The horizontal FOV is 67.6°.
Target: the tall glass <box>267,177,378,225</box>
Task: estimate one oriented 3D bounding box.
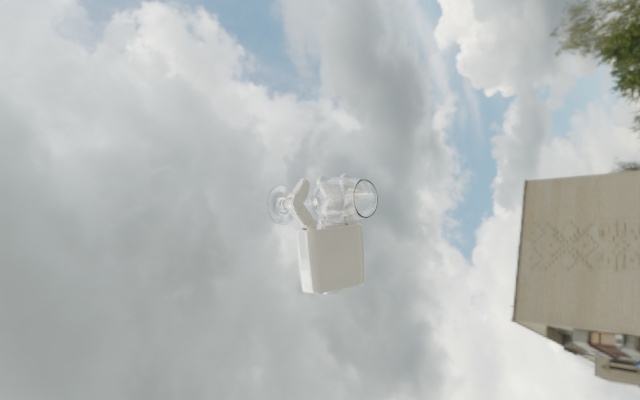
[{"bbox_3d":[0.000,0.003,0.818,0.201,0.079,0.079,-5,-4,44],"label":"tall glass"}]
